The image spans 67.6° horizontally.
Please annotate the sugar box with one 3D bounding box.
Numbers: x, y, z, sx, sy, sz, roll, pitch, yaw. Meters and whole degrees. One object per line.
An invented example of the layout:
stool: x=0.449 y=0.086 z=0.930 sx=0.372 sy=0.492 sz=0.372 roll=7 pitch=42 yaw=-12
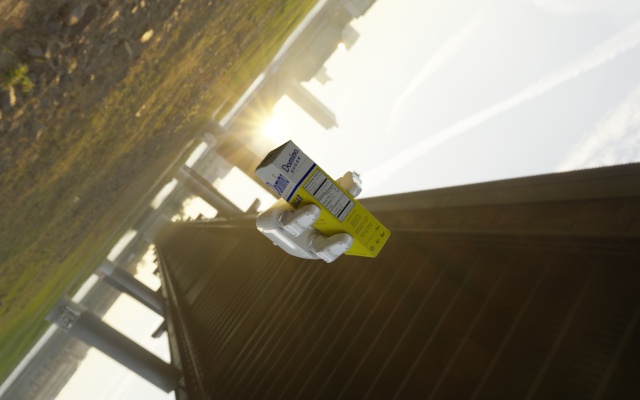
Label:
sugar box: x=0.000 y=0.003 z=0.613 sx=0.176 sy=0.048 sz=0.093 roll=40 pitch=-17 yaw=-14
